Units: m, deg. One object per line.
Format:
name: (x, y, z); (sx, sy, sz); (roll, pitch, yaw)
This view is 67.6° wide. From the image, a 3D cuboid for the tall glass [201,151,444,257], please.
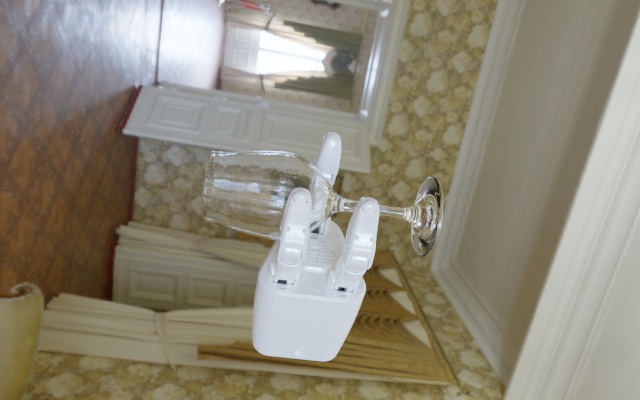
tall glass: (0.001, 0.001, 0.426); (0.201, 0.079, 0.079); (8, -1, -7)
